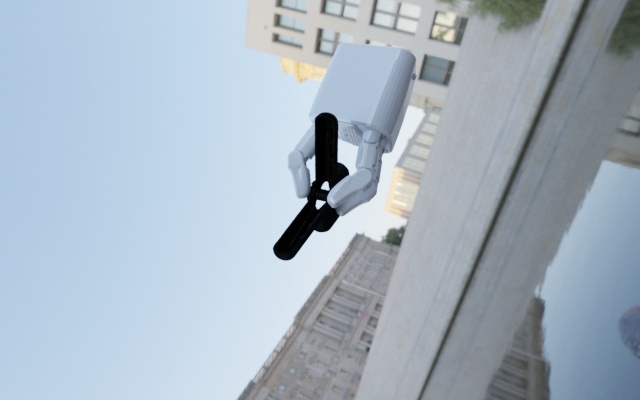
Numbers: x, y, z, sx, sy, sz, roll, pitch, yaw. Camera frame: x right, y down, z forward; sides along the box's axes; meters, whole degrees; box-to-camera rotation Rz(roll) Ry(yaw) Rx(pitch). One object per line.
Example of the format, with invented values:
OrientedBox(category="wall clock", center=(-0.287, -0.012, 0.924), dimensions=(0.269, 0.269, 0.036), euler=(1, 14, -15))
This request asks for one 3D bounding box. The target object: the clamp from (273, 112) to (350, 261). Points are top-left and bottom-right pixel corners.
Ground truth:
OrientedBox(category="clamp", center=(0.000, 0.002, 0.591), dimensions=(0.036, 0.164, 0.210), euler=(19, -8, 14))
